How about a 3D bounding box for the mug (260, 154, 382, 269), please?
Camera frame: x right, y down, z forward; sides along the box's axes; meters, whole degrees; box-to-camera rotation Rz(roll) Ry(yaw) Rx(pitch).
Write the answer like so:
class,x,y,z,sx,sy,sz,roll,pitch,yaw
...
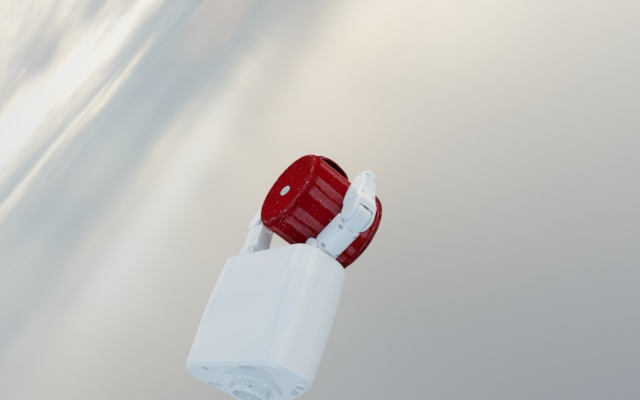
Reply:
class,x,y,z,sx,sy,sz,roll,pitch,yaw
mug,0.000,0.000,0.463,0.081,0.117,0.093,38,-45,-23
